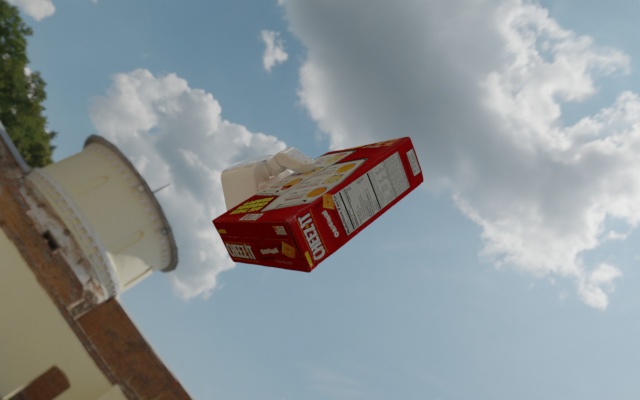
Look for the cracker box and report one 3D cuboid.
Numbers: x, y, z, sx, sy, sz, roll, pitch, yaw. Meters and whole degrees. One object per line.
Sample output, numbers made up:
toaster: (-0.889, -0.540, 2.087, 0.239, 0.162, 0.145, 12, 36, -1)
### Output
cracker box: (0.000, 0.002, 0.593, 0.213, 0.072, 0.164, -35, 19, -34)
